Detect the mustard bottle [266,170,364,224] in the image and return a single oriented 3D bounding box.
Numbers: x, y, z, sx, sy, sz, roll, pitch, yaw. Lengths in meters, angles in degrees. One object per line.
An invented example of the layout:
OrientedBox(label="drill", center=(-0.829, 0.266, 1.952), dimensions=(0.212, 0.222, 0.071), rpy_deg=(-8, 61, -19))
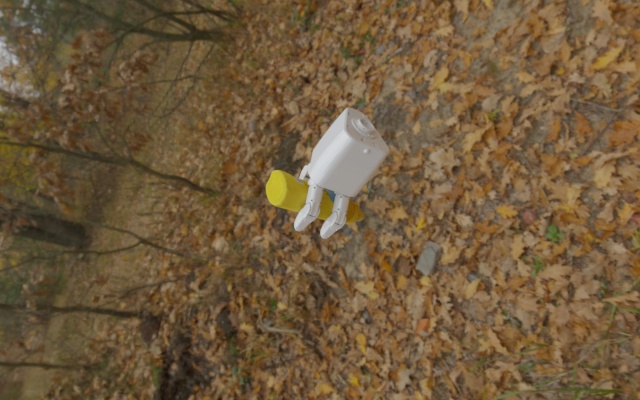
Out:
OrientedBox(label="mustard bottle", center=(0.000, 0.003, 0.872), dimensions=(0.192, 0.058, 0.096), rpy_deg=(19, 13, -28))
